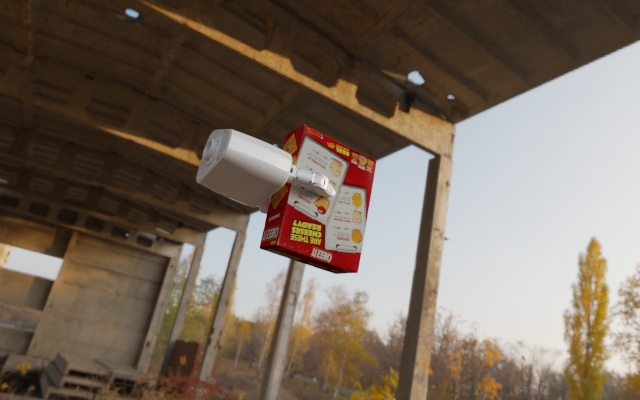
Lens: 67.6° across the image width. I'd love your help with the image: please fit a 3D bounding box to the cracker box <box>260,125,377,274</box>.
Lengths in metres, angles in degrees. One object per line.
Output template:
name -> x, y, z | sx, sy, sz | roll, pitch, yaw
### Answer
cracker box -> 0.000, 0.002, 0.821 | 0.164, 0.213, 0.072 | 23, -22, -29
